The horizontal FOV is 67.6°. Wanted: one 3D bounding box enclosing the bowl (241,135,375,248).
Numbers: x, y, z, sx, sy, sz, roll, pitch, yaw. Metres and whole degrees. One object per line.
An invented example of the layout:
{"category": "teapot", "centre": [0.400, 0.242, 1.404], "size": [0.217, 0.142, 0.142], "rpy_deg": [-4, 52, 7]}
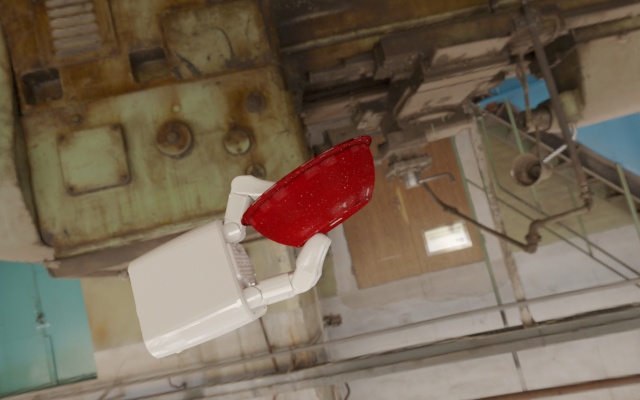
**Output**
{"category": "bowl", "centre": [0.001, 0.001, 0.494], "size": [0.162, 0.055, 0.162], "rpy_deg": [-33, -8, -5]}
